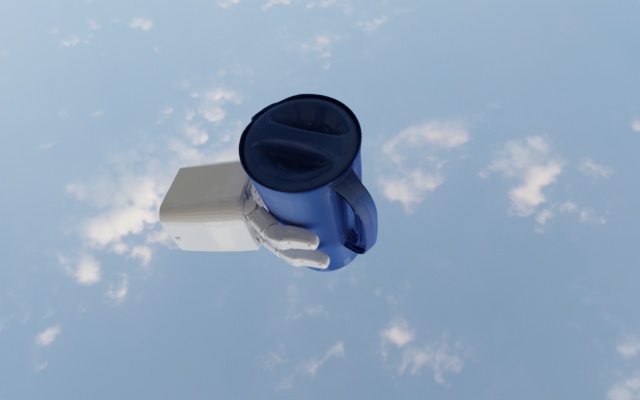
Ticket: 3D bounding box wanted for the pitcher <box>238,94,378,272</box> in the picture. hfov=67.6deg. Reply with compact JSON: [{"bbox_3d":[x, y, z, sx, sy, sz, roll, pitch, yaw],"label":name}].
[{"bbox_3d":[0.000,0.002,0.596,0.145,0.149,0.243,-3,-32,8],"label":"pitcher"}]
